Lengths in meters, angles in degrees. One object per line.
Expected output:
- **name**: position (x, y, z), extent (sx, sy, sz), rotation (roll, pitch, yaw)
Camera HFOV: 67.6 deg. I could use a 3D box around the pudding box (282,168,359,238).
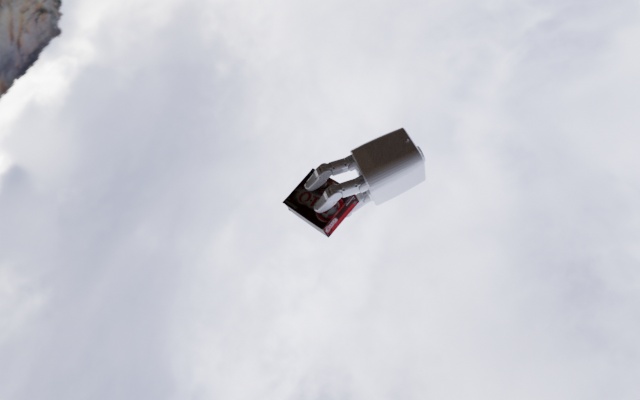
- **pudding box**: position (0.000, 0.003, 0.872), extent (0.113, 0.090, 0.039), rotation (31, -16, 38)
